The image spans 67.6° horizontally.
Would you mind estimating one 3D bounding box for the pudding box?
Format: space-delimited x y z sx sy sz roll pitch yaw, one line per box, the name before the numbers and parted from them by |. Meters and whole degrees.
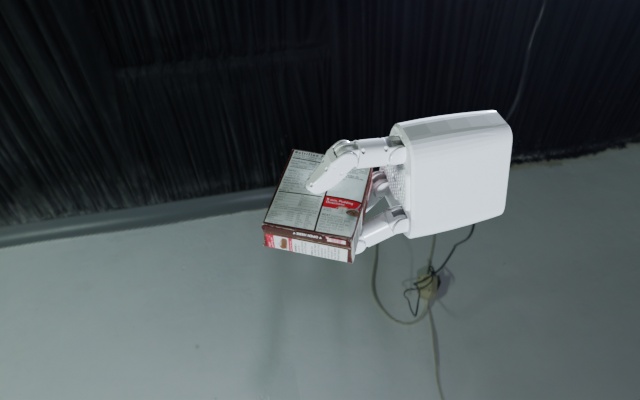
pudding box | 0.000 0.001 0.480 0.090 0.039 0.113 9 46 10
